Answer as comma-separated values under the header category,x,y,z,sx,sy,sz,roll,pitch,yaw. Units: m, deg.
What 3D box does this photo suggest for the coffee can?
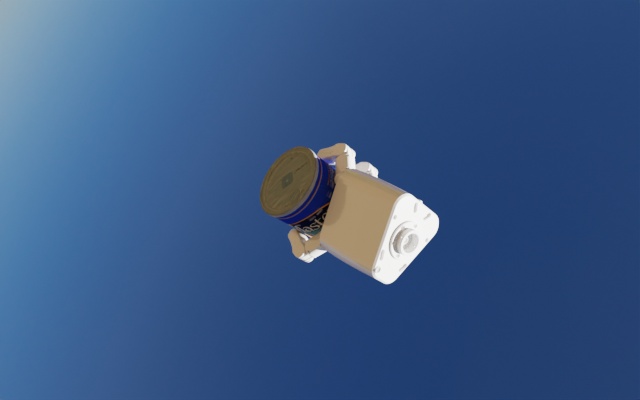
category,x,y,z,sx,sy,sz,roll,pitch,yaw
coffee can,0.000,0.002,0.674,0.103,0.102,0.140,0,-25,46
